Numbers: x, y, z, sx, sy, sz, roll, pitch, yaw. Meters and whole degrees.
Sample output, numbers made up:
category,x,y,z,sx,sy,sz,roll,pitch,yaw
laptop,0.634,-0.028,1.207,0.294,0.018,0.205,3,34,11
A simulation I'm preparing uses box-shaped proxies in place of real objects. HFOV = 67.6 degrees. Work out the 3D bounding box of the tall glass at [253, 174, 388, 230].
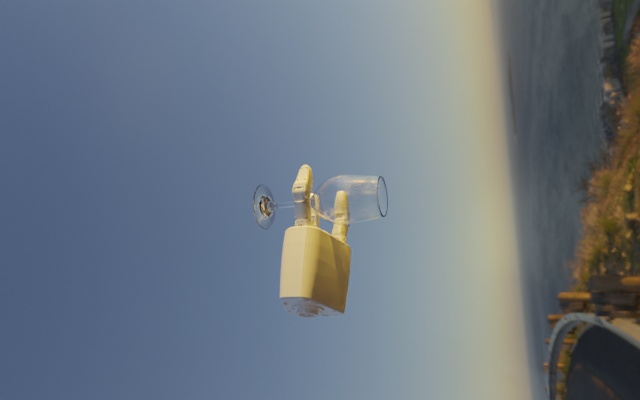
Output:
category,x,y,z,sx,sy,sz,roll,pitch,yaw
tall glass,-0.001,0.002,0.745,0.201,0.079,0.079,-6,-2,21
